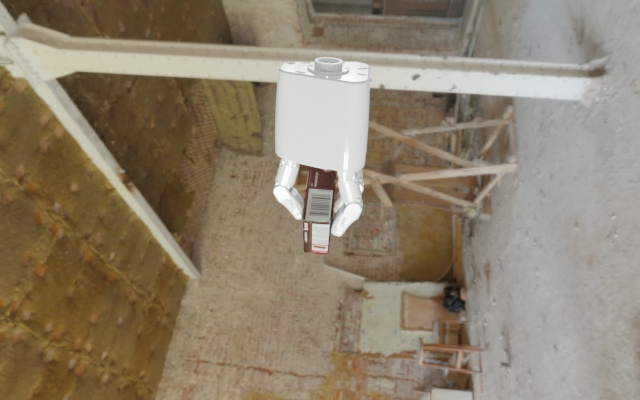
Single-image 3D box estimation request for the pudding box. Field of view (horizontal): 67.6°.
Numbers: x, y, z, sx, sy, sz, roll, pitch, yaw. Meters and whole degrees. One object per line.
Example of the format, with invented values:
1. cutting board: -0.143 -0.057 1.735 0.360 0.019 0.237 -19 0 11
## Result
1. pudding box: 0.000 0.002 0.635 0.039 0.113 0.090 6 -32 4
